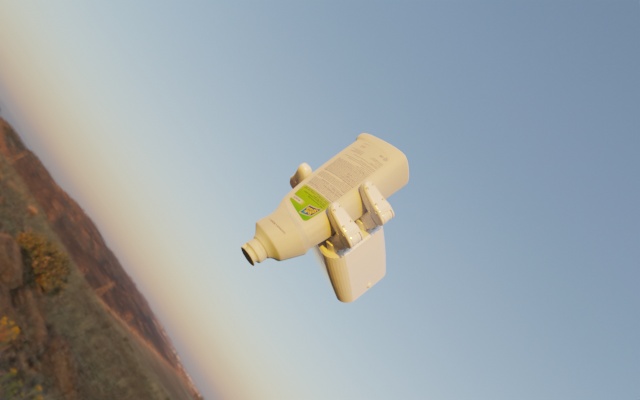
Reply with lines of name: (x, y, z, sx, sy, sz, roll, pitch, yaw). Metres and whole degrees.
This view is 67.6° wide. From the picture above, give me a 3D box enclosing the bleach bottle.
bleach bottle: (0.000, 0.002, 0.645, 0.250, 0.068, 0.102, -34, 44, -23)
